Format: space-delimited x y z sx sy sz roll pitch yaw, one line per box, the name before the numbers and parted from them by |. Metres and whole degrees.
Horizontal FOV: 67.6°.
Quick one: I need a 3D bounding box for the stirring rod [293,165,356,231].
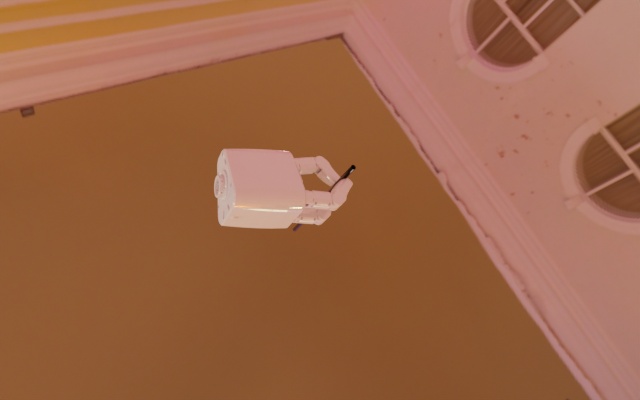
stirring rod | 0.000 0.003 0.810 0.011 0.011 0.240 0 -26 -27
